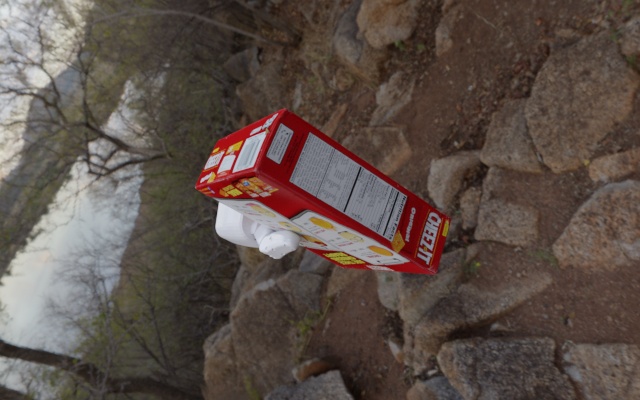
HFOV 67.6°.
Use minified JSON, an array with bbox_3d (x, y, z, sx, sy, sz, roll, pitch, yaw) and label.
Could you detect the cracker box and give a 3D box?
[{"bbox_3d":[0.000,0.002,0.493,0.214,0.072,0.164,30,-19,-26],"label":"cracker box"}]
